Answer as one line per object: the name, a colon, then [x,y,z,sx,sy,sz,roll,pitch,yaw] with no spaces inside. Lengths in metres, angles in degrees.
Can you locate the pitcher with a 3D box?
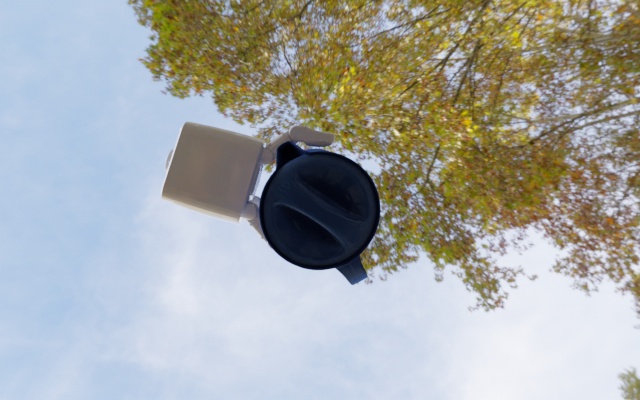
pitcher: [0.000,0.002,0.633,0.145,0.149,0.243,14,9,-4]
